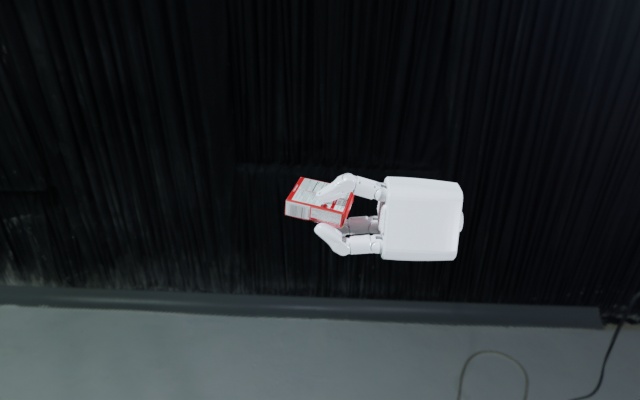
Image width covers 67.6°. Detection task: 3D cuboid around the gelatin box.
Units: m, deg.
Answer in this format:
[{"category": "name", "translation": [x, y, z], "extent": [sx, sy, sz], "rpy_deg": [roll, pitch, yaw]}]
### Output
[{"category": "gelatin box", "translation": [0.000, 0.002, 0.708], "extent": [0.089, 0.030, 0.073], "rpy_deg": [13, 33, 9]}]
